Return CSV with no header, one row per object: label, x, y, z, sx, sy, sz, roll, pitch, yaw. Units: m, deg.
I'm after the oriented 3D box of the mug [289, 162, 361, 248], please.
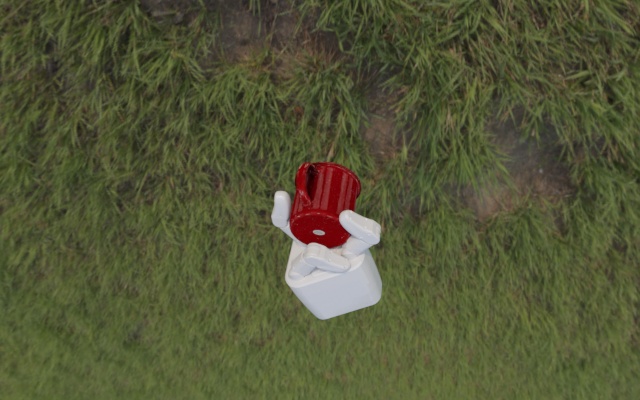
mug,0.000,0.001,0.623,0.093,0.081,0.117,-8,-42,22
